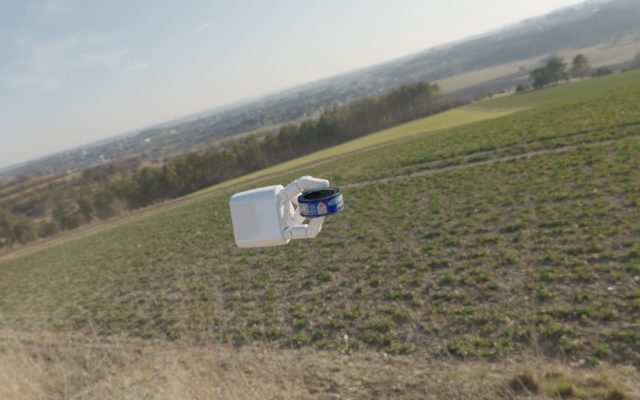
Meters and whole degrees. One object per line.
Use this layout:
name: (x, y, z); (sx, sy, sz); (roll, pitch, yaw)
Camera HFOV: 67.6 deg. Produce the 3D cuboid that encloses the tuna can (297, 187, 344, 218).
tuna can: (0.000, 0.002, 0.898); (0.086, 0.034, 0.086); (-10, 15, 3)
